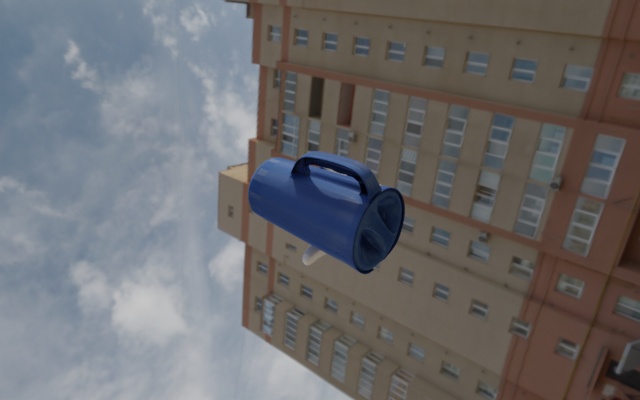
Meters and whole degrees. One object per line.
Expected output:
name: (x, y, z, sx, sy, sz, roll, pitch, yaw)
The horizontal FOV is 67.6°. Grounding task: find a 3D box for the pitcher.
pitcher: (0.000, 0.003, 0.755, 0.242, 0.149, 0.145, 22, 2, 35)
